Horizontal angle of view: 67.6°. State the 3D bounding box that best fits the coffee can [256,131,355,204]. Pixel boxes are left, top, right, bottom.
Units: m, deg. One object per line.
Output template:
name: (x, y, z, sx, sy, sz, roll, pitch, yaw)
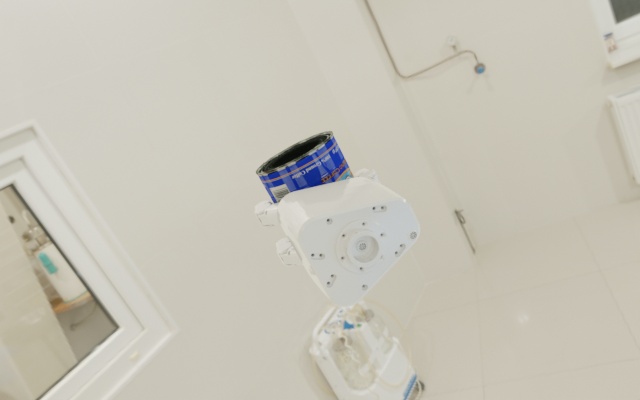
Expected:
coffee can: (0.000, 0.002, 0.579, 0.103, 0.140, 0.102, -26, 16, 8)
